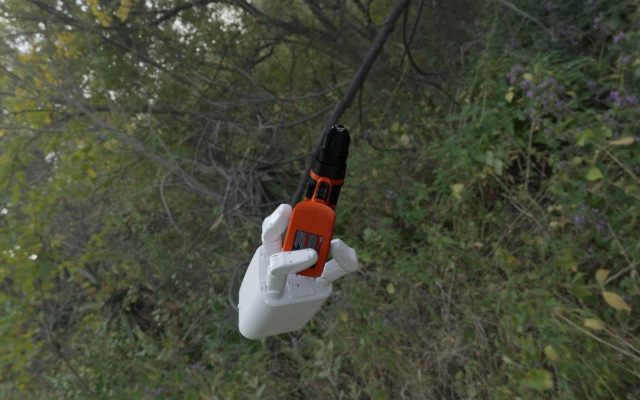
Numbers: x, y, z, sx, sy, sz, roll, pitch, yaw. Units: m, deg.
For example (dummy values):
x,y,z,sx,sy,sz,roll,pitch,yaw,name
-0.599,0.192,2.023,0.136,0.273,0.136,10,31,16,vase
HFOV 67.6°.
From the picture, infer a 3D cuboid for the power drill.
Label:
x,y,z,sx,sy,sz,roll,pitch,yaw,name
0.000,0.003,0.660,0.057,0.184,0.187,14,26,3,power drill
